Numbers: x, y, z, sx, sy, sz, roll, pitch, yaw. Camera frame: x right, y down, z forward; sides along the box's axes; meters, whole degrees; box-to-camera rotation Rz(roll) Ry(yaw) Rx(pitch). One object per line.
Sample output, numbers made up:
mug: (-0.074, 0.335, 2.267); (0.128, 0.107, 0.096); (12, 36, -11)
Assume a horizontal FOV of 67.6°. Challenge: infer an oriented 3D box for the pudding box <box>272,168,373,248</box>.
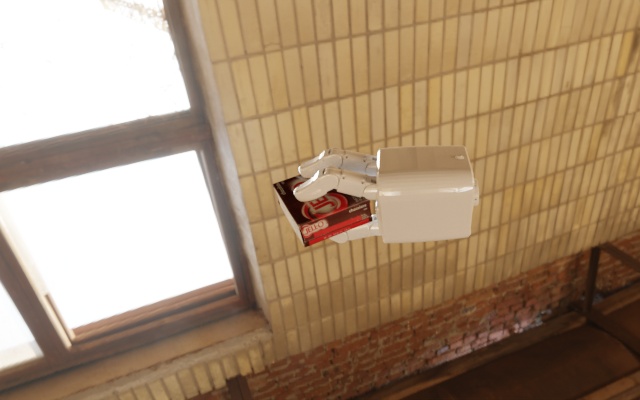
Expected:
pudding box: (0.000, 0.002, 0.591); (0.090, 0.039, 0.113); (-20, 31, -12)
